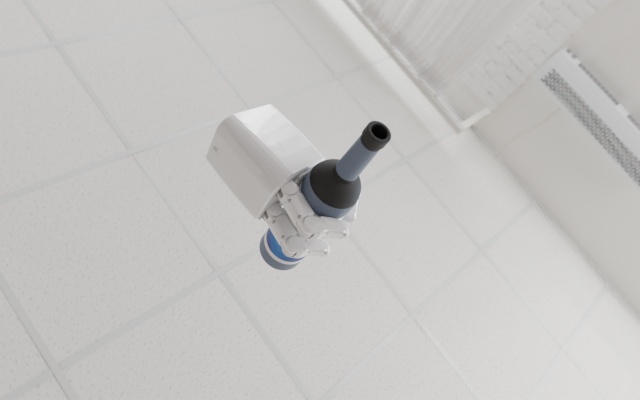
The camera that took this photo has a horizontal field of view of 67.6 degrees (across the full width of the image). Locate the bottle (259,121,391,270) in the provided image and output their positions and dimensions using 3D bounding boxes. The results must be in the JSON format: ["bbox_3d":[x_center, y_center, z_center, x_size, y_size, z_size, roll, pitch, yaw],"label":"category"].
[{"bbox_3d":[0.000,0.002,0.588,0.069,0.069,0.296,0,-29,-27],"label":"bottle"}]
